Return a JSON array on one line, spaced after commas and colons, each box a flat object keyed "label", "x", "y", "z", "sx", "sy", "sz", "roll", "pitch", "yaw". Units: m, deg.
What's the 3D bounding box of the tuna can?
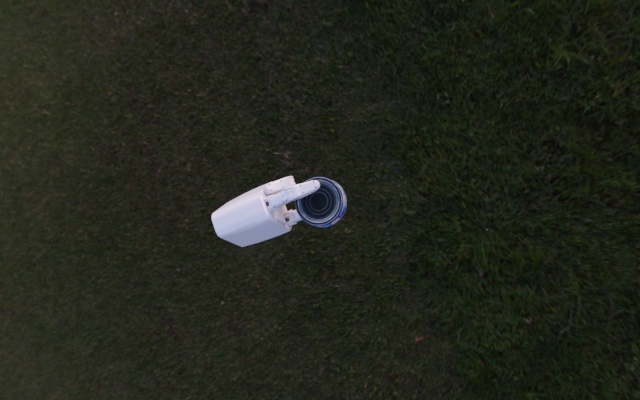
[{"label": "tuna can", "x": 0.000, "y": 0.003, "z": 0.818, "sx": 0.086, "sy": 0.086, "sz": 0.034, "roll": 0, "pitch": -5, "yaw": 14}]
